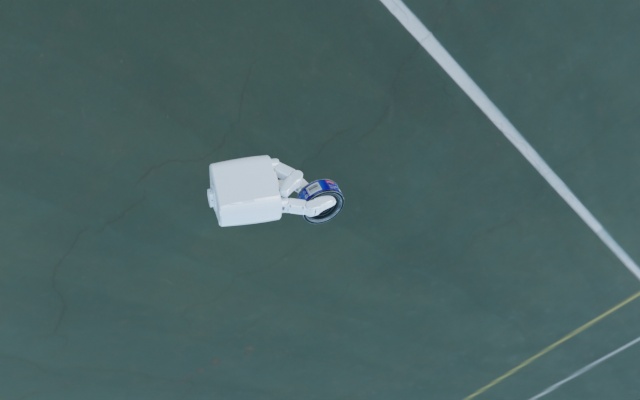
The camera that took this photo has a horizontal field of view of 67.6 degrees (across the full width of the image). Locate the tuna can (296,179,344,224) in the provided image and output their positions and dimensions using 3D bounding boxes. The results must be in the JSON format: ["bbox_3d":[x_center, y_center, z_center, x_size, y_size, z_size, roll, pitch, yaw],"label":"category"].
[{"bbox_3d":[0.000,0.003,0.882,0.086,0.086,0.033,0,42,-29],"label":"tuna can"}]
